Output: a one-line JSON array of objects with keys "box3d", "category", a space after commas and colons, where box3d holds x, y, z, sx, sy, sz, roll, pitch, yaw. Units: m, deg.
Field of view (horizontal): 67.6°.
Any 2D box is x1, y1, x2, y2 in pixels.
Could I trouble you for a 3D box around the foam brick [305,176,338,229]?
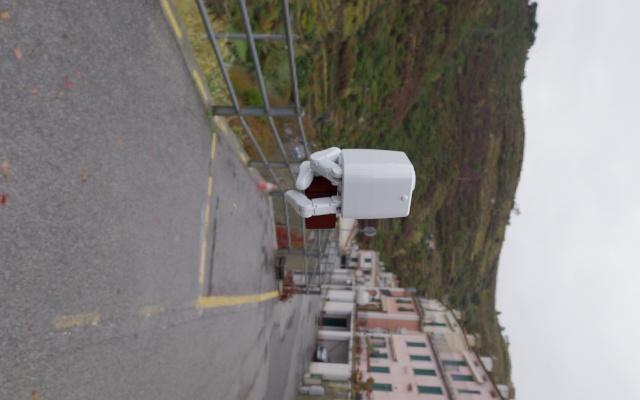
[{"box3d": [0.000, 0.003, 0.792, 0.051, 0.078, 0.053, -1, 37, -4], "category": "foam brick"}]
